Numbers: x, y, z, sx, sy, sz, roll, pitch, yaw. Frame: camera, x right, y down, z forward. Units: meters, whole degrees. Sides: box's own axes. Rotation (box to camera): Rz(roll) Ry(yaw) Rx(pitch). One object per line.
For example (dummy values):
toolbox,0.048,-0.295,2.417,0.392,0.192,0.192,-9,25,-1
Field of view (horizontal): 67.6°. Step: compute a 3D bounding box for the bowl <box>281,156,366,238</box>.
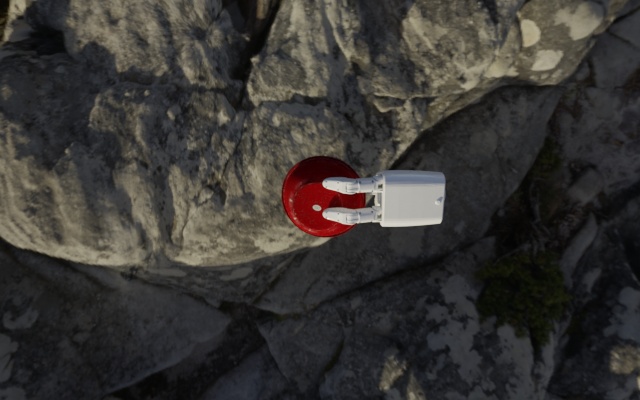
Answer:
bowl,-0.001,0.003,0.869,0.162,0.162,0.055,0,19,12
